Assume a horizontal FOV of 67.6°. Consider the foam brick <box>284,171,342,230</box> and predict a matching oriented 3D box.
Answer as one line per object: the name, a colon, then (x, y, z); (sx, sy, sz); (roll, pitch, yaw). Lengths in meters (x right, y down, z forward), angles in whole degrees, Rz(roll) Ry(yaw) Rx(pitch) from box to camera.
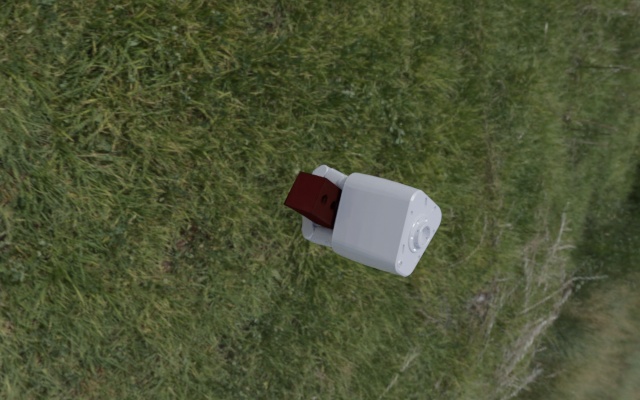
foam brick: (0.000, 0.002, 0.654); (0.051, 0.053, 0.078); (17, -11, 41)
